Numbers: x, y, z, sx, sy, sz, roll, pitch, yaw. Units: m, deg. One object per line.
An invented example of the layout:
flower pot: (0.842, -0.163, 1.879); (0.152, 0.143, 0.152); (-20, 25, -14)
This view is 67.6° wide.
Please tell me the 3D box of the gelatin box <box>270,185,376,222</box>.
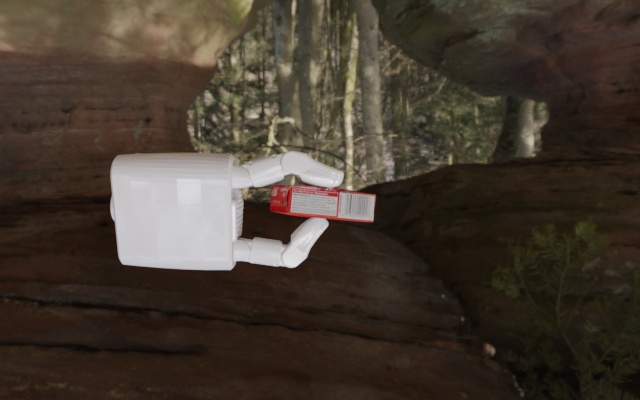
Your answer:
gelatin box: (0.000, 0.002, 0.477); (0.089, 0.030, 0.073); (6, 0, -17)
